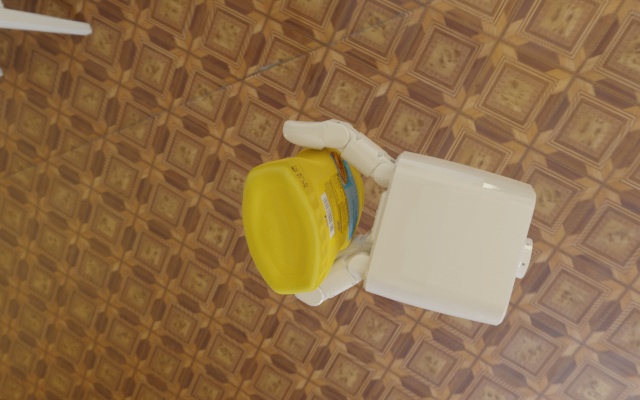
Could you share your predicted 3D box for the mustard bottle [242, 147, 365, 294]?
[{"bbox_3d":[0.000,0.001,0.416,0.058,0.096,0.191,-10,10,20],"label":"mustard bottle"}]
